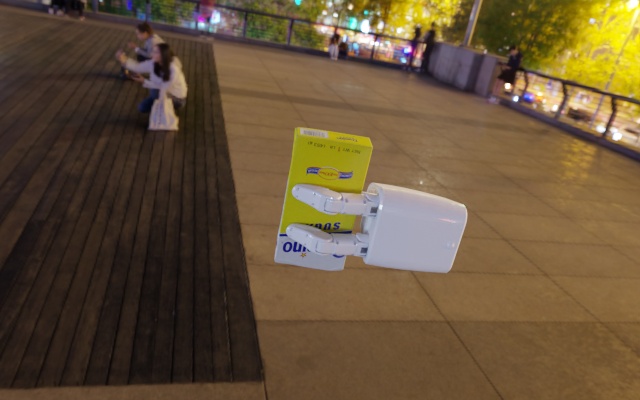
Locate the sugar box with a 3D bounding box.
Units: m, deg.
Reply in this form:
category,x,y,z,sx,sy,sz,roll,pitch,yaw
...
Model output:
category,x,y,z,sx,sy,sz,roll,pitch,yaw
sugar box,0.000,0.002,0.600,0.093,0.176,0.048,8,22,-5
